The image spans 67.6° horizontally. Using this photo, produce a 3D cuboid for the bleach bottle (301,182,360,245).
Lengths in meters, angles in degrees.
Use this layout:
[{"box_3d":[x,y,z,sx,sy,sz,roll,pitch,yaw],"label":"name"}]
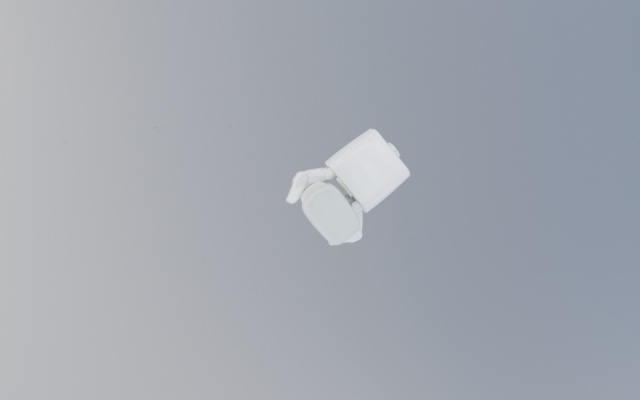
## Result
[{"box_3d":[0.000,0.003,0.877,0.068,0.102,0.250,-38,14,-1],"label":"bleach bottle"}]
